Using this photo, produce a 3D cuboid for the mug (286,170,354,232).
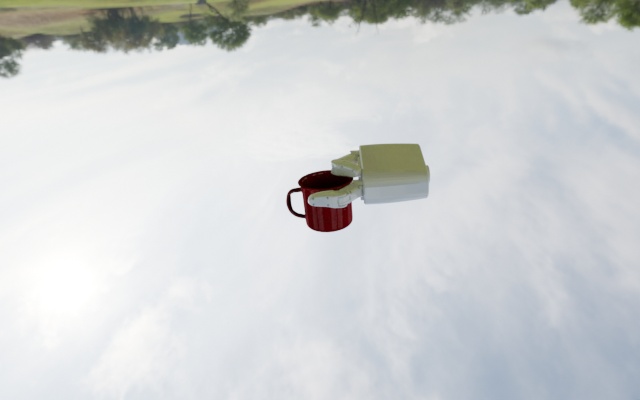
[{"bbox_3d":[-0.001,0.003,0.808,0.117,0.081,0.093,-5,23,3],"label":"mug"}]
